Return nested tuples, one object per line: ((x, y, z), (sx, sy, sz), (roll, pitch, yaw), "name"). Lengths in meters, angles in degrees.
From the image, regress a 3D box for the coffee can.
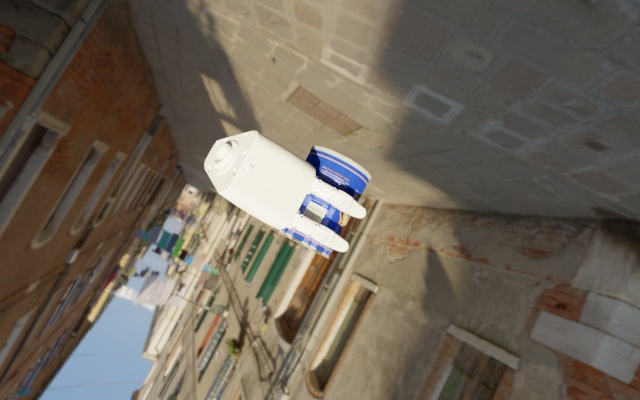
((0.000, 0.002, 0.724), (0.103, 0.140, 0.103), (27, -6, 3), "coffee can")
